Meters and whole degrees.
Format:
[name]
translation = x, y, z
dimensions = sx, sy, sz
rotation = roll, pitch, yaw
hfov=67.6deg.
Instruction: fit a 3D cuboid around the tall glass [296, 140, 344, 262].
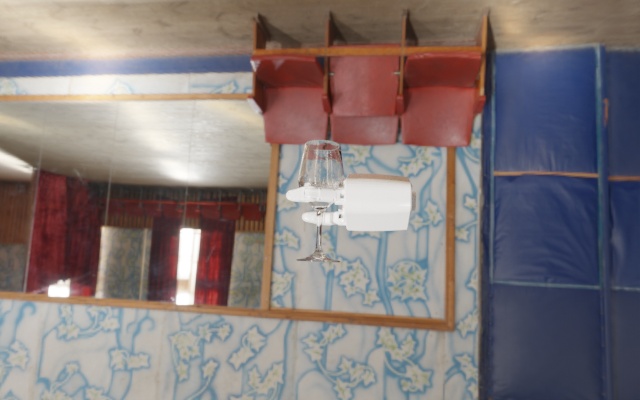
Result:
[tall glass]
translation = 0.000, 0.003, 0.806
dimensions = 0.079, 0.201, 0.079
rotation = 2, -7, 0
